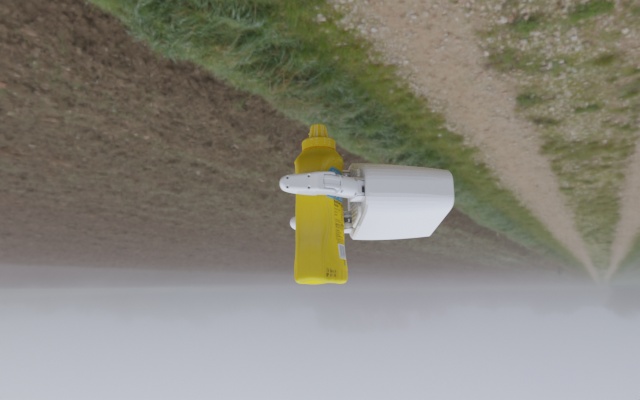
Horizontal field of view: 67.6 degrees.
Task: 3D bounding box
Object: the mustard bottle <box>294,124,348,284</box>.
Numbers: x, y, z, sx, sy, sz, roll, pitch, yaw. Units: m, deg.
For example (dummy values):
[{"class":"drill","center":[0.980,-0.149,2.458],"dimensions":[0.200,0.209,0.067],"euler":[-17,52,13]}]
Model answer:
[{"class":"mustard bottle","center":[0.000,0.002,0.568],"dimensions":[0.058,0.191,0.096],"euler":[-4,-12,16]}]
